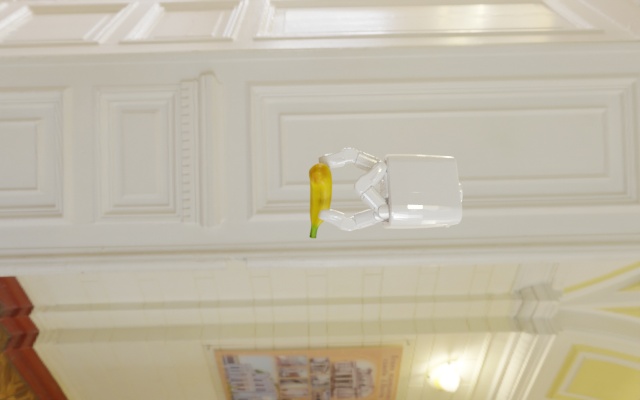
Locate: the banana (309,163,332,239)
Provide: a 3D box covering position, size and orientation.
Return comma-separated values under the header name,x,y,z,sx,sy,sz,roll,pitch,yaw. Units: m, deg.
name,x,y,z,sx,sy,sz,roll,pitch,yaw
banana,0.000,-0.012,0.760,0.037,0.069,0.198,1,-31,0
